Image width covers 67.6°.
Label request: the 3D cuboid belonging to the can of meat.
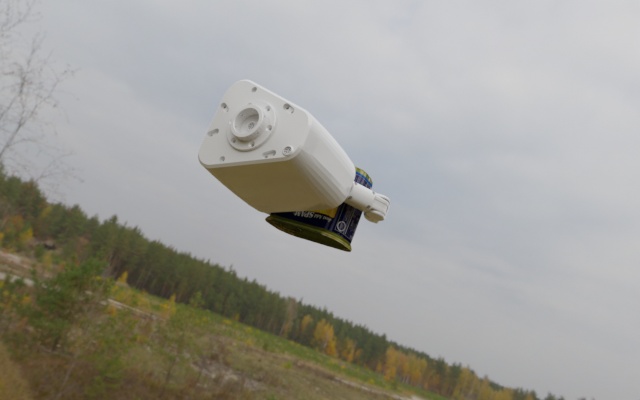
[{"bbox_3d":[0.000,0.002,0.539,0.102,0.084,0.057,13,-15,32],"label":"can of meat"}]
